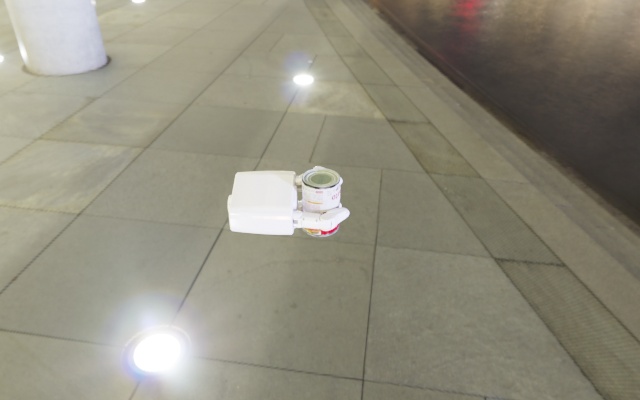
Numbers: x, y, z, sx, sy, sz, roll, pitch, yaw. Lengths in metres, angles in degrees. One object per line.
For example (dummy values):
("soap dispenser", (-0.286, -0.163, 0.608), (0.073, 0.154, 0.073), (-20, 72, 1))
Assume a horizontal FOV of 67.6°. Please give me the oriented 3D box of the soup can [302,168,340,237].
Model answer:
("soup can", (0.001, 0.003, 0.836), (0.068, 0.102, 0.068), (1, 33, 0))
